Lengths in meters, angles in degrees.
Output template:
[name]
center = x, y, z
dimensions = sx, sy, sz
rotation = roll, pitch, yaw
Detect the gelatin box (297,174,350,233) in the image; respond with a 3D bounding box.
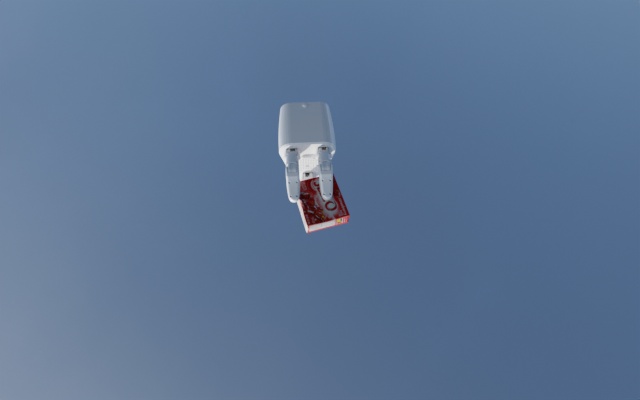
[gelatin box]
center = 0.000, 0.003, 0.800
dimensions = 0.073, 0.089, 0.030
rotation = -14, -28, -10
